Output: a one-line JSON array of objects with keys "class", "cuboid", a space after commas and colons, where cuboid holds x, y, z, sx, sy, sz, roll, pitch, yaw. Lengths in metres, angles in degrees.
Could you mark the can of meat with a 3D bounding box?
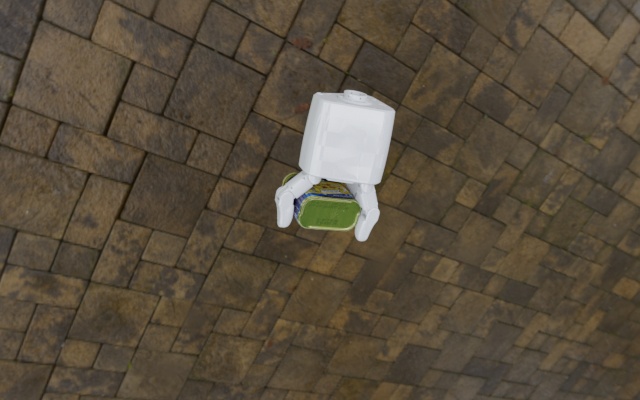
[{"class": "can of meat", "cuboid": [0.000, 0.003, 0.720, 0.102, 0.057, 0.084, 5, 24, -25]}]
